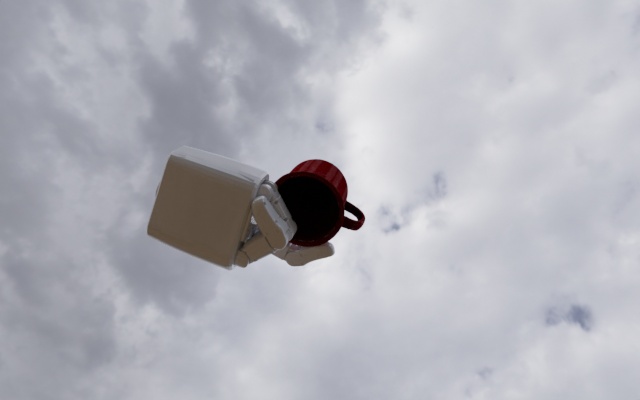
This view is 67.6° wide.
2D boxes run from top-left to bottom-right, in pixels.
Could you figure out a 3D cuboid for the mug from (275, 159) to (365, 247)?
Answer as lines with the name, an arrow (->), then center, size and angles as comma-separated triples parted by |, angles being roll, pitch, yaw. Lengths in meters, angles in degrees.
mug -> 0.002, 0.002, 0.581 | 0.117, 0.093, 0.081 | 21, 23, 3
